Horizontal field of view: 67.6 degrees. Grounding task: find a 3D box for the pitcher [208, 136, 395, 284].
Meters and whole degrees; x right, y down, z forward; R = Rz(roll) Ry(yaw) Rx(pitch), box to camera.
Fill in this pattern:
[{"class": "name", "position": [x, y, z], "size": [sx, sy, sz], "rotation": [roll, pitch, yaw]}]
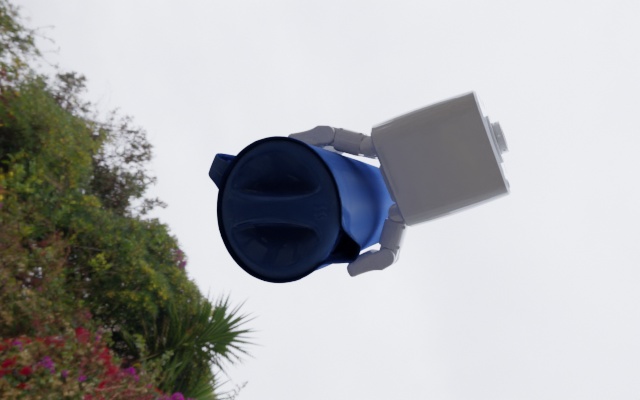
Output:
[{"class": "pitcher", "position": [0.000, 0.002, 0.535], "size": [0.145, 0.149, 0.243], "rotation": [-20, -8, 24]}]
